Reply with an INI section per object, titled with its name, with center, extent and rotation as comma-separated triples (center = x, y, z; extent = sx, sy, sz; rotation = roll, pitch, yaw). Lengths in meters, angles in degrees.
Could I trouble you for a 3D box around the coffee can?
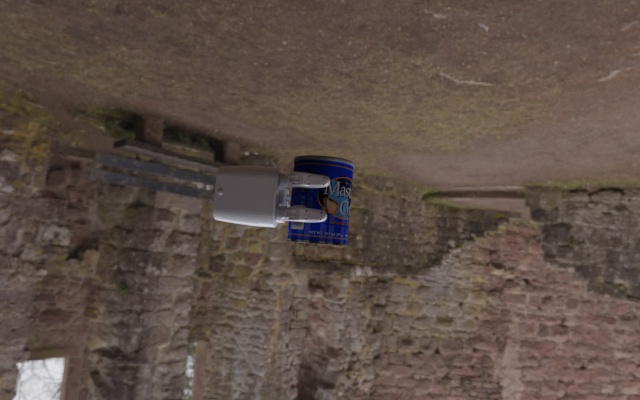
[coffee can]
center = 0.000, 0.002, 0.802
extent = 0.103, 0.140, 0.103
rotation = 5, -5, 0
